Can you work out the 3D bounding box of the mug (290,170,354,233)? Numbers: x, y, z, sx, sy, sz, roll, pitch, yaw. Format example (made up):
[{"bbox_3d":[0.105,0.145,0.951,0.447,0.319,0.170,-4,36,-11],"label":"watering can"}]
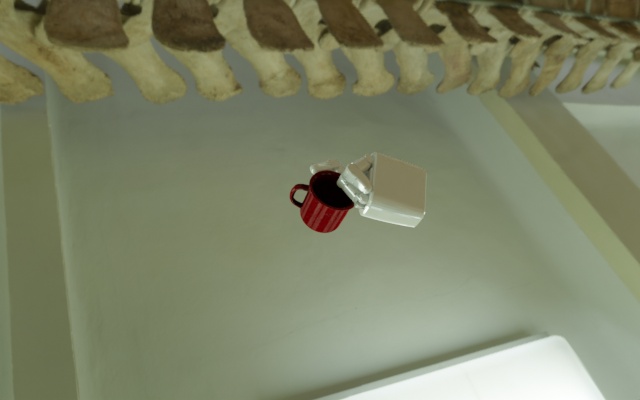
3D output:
[{"bbox_3d":[-0.001,0.003,0.872,0.117,0.093,0.081,15,-43,-13],"label":"mug"}]
